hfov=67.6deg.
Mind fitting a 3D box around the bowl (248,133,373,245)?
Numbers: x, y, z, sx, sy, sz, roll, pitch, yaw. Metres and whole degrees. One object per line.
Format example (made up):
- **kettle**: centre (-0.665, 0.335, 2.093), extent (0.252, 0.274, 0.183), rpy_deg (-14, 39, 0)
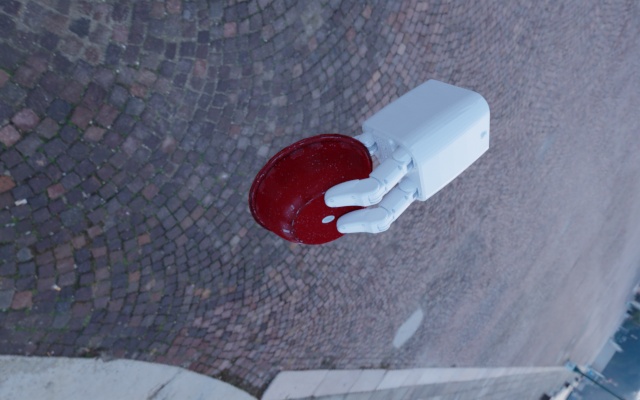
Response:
- **bowl**: centre (-0.001, 0.003, 0.562), extent (0.162, 0.162, 0.055), rpy_deg (0, 43, -31)
